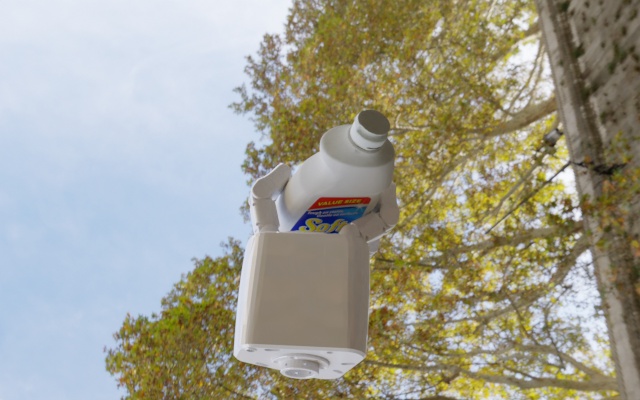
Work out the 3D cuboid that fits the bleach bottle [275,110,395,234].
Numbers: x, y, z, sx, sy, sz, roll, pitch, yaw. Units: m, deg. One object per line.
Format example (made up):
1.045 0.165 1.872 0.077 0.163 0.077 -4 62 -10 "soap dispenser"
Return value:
0.000 0.002 0.489 0.102 0.068 0.251 10 -36 -13 "bleach bottle"
